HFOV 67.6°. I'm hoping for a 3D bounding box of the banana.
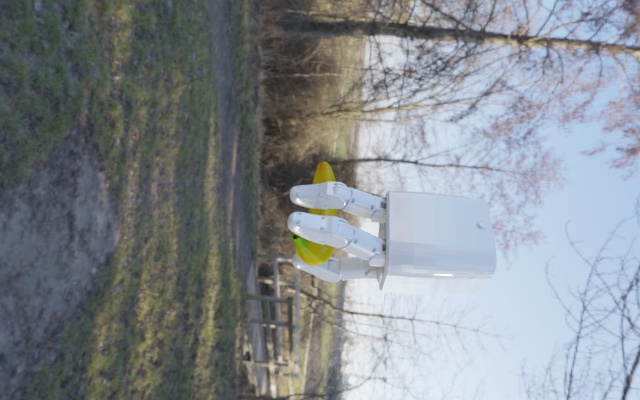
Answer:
[{"bbox_3d":[0.000,0.020,0.556,0.037,0.070,0.197,2,26,6],"label":"banana"}]
